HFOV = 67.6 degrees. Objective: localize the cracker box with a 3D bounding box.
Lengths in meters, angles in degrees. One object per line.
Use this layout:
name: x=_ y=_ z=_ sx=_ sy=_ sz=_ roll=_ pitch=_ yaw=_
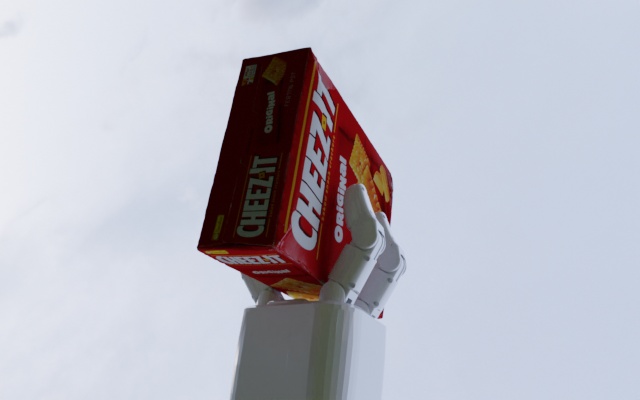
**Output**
cracker box: x=0.000 y=0.001 z=0.422 sx=0.072 sy=0.164 sz=0.214 roll=-4 pitch=-26 yaw=25
